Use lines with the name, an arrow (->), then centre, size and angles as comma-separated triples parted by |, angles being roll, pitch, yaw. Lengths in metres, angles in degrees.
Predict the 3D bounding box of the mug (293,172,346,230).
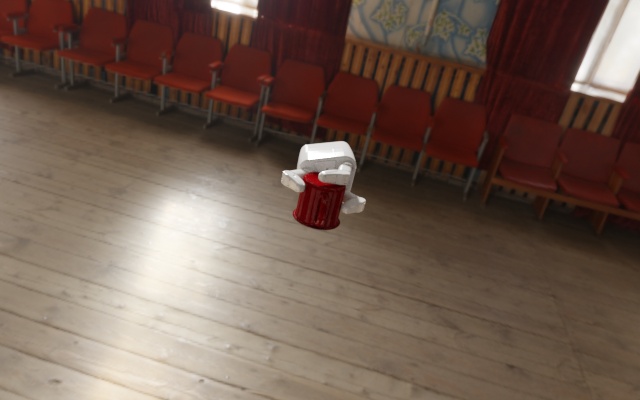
mug -> 0.000, 0.003, 0.885 | 0.093, 0.081, 0.117 | 11, 24, -4
